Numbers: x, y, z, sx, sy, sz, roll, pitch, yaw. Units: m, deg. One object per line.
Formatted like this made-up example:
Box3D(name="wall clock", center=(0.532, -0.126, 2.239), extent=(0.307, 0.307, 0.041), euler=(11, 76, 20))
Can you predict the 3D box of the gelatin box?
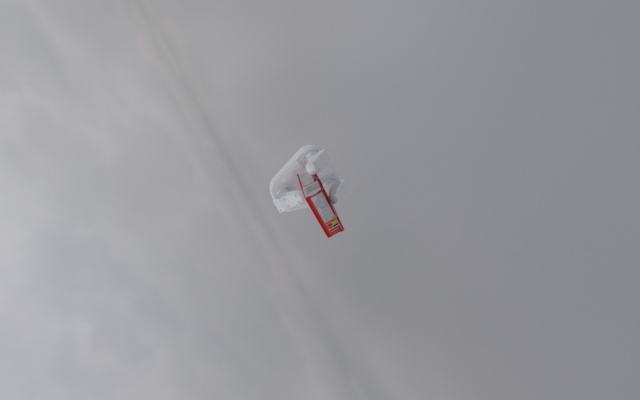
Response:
Box3D(name="gelatin box", center=(0.000, 0.003, 0.697), extent=(0.030, 0.073, 0.089), euler=(-28, 24, 3))
